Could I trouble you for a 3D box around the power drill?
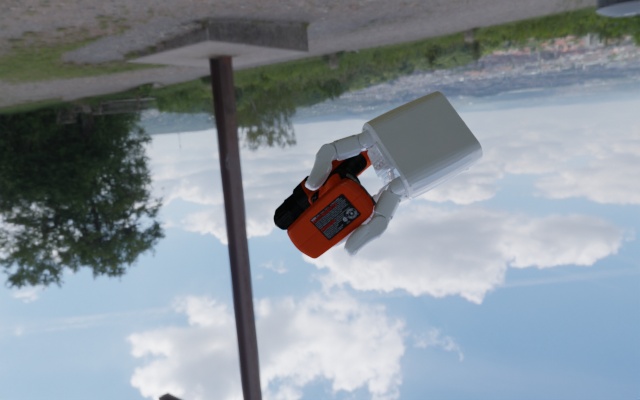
[{"bbox_3d":[0.000,0.002,0.638,0.184,0.057,0.187,-42,16,14],"label":"power drill"}]
